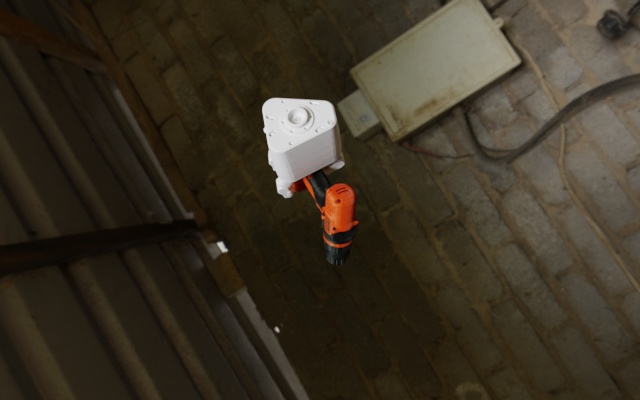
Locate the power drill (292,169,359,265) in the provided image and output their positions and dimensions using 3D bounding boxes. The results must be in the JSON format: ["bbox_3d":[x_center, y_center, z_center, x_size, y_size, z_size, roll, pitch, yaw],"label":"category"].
[{"bbox_3d":[0.000,0.002,0.836,0.057,0.185,0.187,-21,51,-22],"label":"power drill"}]
